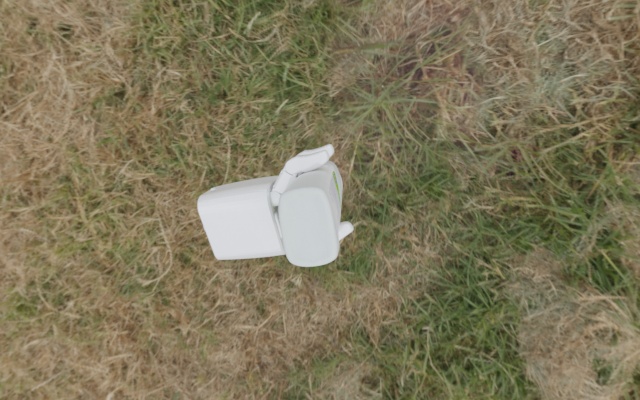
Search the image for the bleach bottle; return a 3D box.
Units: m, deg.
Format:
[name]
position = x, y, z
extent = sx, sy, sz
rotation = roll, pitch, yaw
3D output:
[bleach bottle]
position = 0.000, 0.002, 0.681
extent = 0.068, 0.102, 0.250
rotation = -7, 12, 9
